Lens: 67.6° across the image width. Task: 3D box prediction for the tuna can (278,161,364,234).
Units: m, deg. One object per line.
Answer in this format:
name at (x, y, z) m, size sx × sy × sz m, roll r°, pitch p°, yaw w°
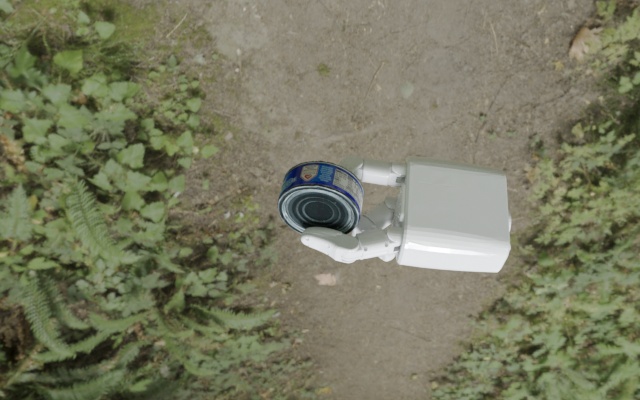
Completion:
tuna can at (0.000, 0.002, 0.487) m, size 0.086 × 0.033 × 0.086 m, roll 7°, pitch -41°, yaw 6°
